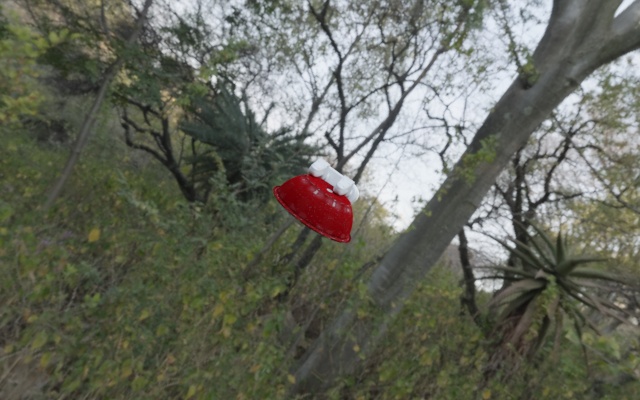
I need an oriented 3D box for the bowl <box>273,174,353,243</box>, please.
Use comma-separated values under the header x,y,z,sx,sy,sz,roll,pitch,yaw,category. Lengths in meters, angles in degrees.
x,y,z,sx,sy,sz,roll,pitch,yaw,category
0.000,0.003,0.820,0.162,0.055,0.162,33,14,-9,bowl
